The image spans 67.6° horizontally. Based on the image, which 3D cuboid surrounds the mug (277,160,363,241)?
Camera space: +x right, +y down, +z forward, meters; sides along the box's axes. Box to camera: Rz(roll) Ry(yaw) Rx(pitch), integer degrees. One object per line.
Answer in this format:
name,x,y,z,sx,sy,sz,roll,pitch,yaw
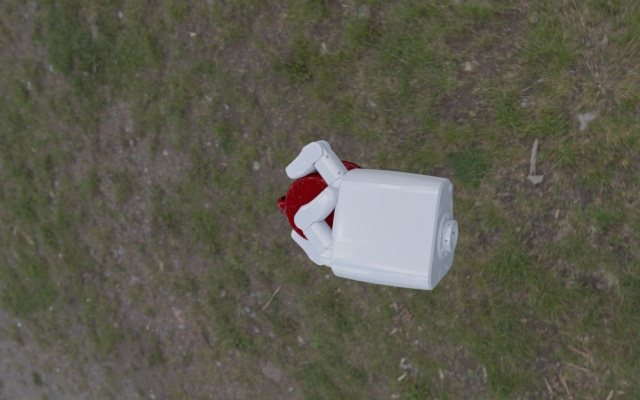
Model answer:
mug,-0.001,0.002,0.584,0.117,0.093,0.081,5,14,29
